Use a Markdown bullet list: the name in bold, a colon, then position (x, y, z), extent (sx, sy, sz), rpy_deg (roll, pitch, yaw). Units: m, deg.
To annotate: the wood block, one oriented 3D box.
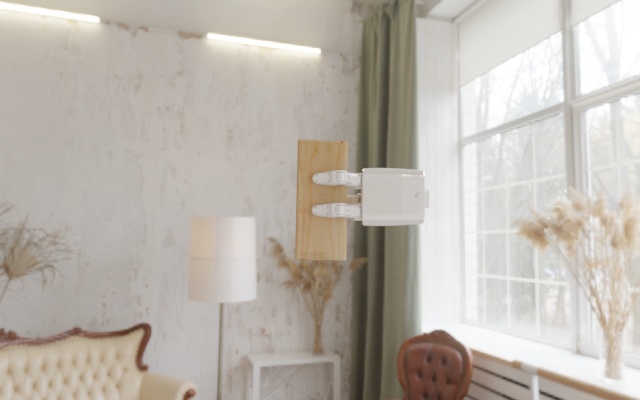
- **wood block**: position (0.001, 0.003, 0.858), extent (0.090, 0.206, 0.091), rpy_deg (2, -6, -2)
